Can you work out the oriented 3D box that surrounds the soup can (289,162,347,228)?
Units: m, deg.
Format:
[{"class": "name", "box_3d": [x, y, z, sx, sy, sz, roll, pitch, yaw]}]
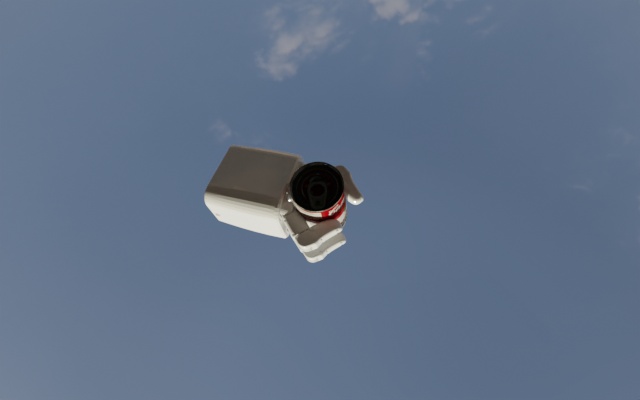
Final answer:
[{"class": "soup can", "box_3d": [0.001, 0.002, 0.631, 0.068, 0.068, 0.102, 0, -23, 6]}]
